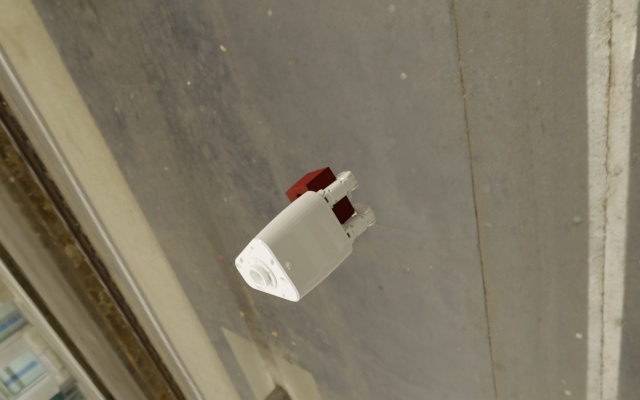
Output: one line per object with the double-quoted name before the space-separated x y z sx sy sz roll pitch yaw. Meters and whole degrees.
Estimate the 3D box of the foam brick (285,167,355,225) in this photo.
"foam brick" 0.000 0.002 0.657 0.051 0.078 0.053 -40 14 -35
